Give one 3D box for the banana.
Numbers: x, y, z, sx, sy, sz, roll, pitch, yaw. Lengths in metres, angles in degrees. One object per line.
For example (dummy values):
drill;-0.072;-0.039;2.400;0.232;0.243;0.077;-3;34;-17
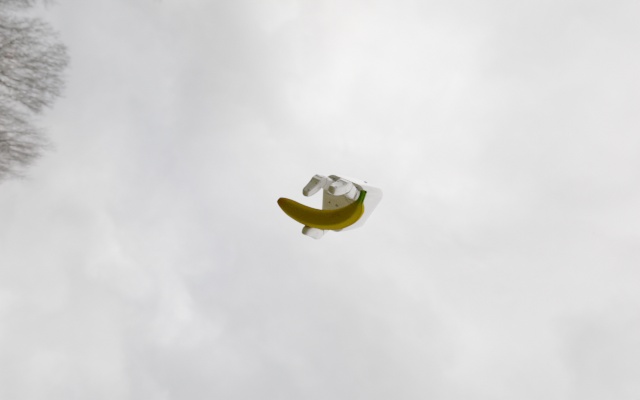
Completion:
banana;0.005;0.021;0.886;0.198;0.069;0.037;-5;1;32
